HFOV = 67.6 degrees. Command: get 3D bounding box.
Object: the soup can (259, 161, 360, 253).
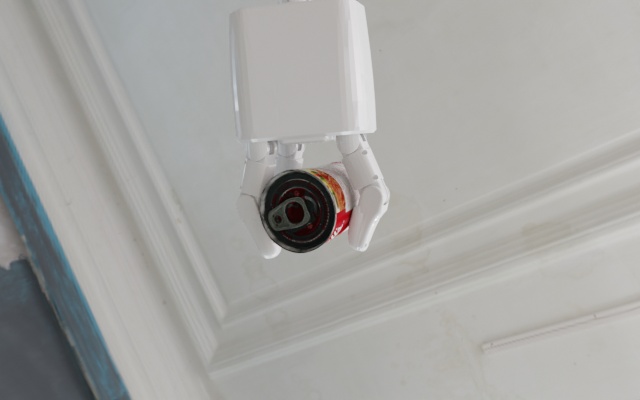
[{"bbox_3d":[0.000,0.002,0.425,0.068,0.068,0.102,0,9,23],"label":"soup can"}]
